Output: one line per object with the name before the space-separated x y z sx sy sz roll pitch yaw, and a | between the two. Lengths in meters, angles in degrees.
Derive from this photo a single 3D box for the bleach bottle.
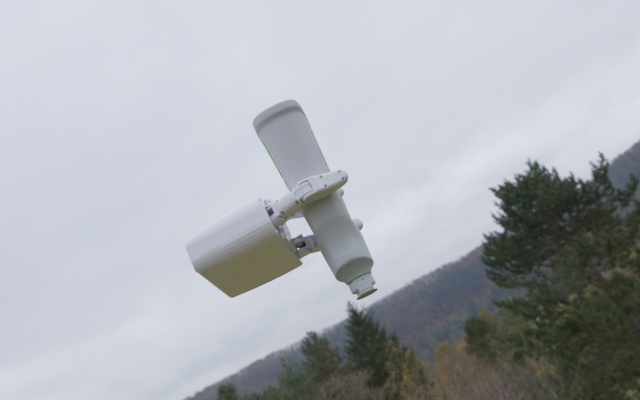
bleach bottle | 0.000 0.002 0.590 0.068 0.250 0.103 -27 -21 2
